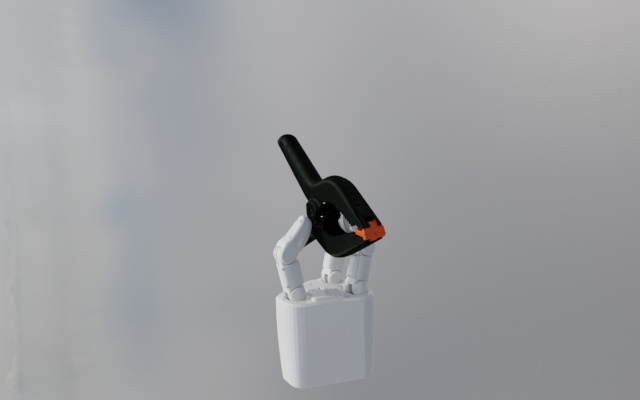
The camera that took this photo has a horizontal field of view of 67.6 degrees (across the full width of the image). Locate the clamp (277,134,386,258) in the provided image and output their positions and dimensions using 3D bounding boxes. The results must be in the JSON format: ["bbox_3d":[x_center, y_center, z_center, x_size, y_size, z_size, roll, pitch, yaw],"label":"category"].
[{"bbox_3d":[0.000,0.002,0.570,0.036,0.164,0.210,-10,11,-30],"label":"clamp"}]
